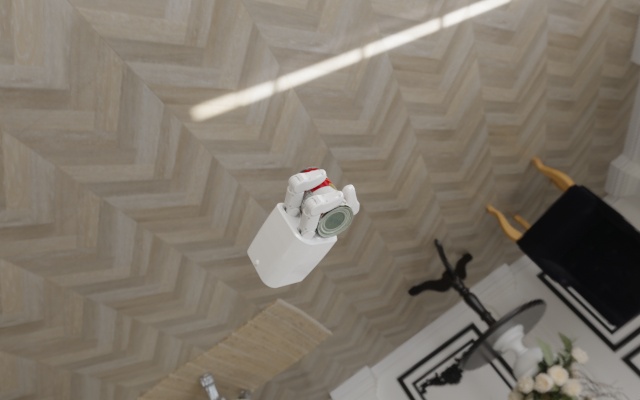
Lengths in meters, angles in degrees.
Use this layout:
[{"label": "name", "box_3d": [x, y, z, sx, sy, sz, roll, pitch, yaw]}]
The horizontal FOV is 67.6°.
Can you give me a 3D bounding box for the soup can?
[{"label": "soup can", "box_3d": [0.001, 0.002, 0.774, 0.068, 0.068, 0.102, 0, 39, -37]}]
